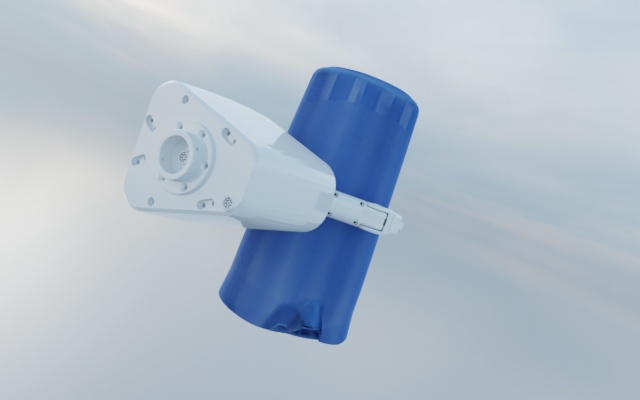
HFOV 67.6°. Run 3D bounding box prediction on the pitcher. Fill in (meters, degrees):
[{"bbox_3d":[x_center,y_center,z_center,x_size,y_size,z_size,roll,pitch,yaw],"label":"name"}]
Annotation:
[{"bbox_3d":[0.000,0.002,0.473,0.149,0.243,0.145,23,4,28],"label":"pitcher"}]
